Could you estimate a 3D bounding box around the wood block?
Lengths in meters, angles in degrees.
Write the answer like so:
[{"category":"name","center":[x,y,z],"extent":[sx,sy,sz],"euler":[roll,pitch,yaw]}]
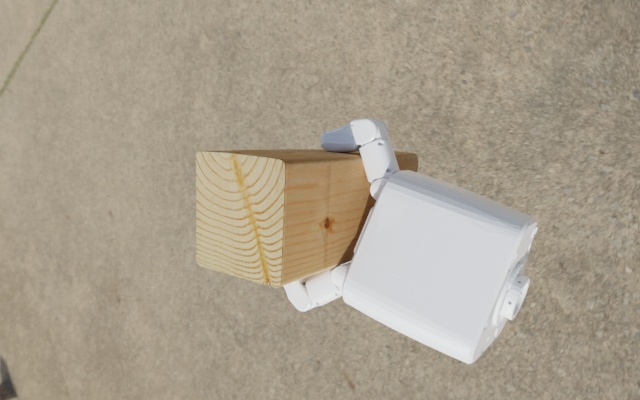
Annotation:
[{"category":"wood block","center":[0.000,0.001,0.423],"extent":[0.090,0.091,0.206],"euler":[8,10,35]}]
